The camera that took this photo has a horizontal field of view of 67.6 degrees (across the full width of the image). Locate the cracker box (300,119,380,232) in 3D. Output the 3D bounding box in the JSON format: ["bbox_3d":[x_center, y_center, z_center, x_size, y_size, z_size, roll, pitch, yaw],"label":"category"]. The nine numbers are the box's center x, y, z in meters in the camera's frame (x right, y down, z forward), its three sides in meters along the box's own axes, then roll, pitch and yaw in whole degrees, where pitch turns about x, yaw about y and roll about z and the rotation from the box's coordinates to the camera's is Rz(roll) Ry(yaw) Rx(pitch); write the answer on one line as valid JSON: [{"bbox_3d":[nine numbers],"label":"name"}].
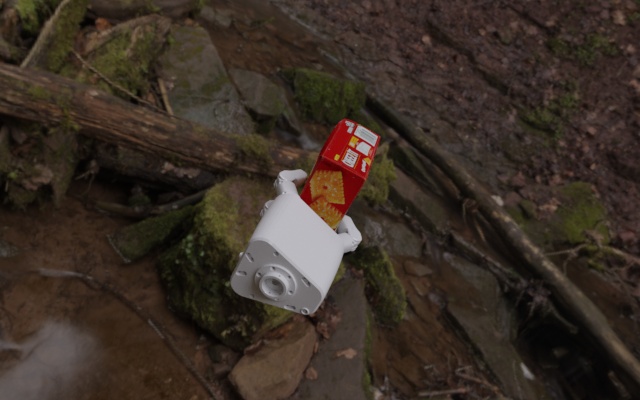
[{"bbox_3d":[0.000,0.002,0.703,0.072,0.214,0.164,29,30,-2],"label":"cracker box"}]
